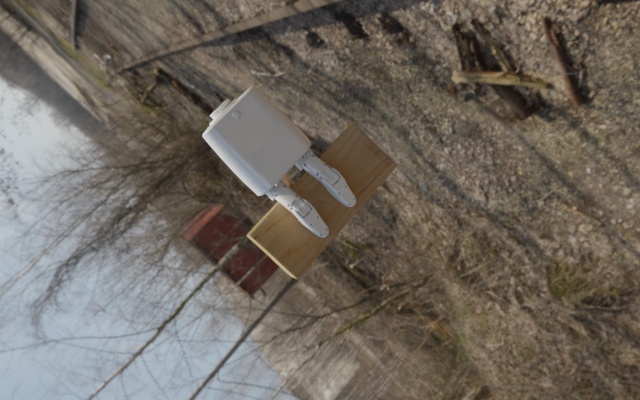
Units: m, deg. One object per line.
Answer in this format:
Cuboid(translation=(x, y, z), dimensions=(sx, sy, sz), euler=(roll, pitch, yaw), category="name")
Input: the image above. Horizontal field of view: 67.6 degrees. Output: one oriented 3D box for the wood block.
Cuboid(translation=(0.000, 0.002, 0.672), dimensions=(0.090, 0.206, 0.091), euler=(43, -11, -3), category="wood block")
